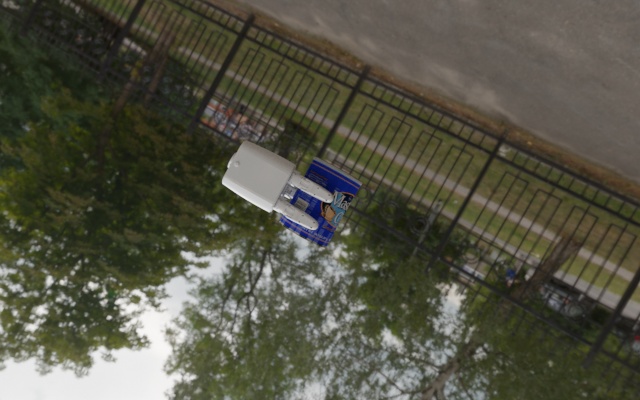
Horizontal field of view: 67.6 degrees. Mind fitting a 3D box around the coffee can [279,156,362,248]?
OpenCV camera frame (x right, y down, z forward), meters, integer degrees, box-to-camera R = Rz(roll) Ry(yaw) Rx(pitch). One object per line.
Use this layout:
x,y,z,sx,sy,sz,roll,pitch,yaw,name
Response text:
0.000,0.003,0.894,0.103,0.140,0.103,29,2,-1,coffee can
